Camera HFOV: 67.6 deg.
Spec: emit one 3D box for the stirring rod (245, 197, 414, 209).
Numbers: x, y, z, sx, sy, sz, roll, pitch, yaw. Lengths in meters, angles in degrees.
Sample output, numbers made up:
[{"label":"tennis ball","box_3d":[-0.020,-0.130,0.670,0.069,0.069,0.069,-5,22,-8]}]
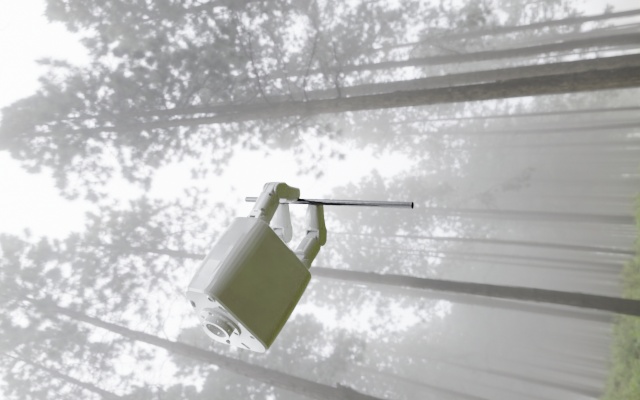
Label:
[{"label":"stirring rod","box_3d":[0.000,0.002,0.590,0.239,0.011,0.011,2,1,33]}]
